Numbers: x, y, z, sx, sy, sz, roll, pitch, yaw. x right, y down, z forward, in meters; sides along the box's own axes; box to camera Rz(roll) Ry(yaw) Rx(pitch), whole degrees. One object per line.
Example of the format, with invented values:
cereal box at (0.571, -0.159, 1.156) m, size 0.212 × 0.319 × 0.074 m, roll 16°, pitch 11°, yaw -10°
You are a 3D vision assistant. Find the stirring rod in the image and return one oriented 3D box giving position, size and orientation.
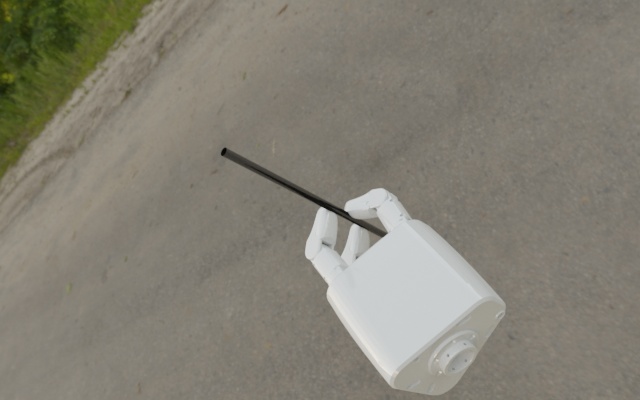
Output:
stirring rod at (0.000, 0.002, 0.479) m, size 0.011 × 0.011 × 0.239 m, roll 0°, pitch -21°, yaw 46°
